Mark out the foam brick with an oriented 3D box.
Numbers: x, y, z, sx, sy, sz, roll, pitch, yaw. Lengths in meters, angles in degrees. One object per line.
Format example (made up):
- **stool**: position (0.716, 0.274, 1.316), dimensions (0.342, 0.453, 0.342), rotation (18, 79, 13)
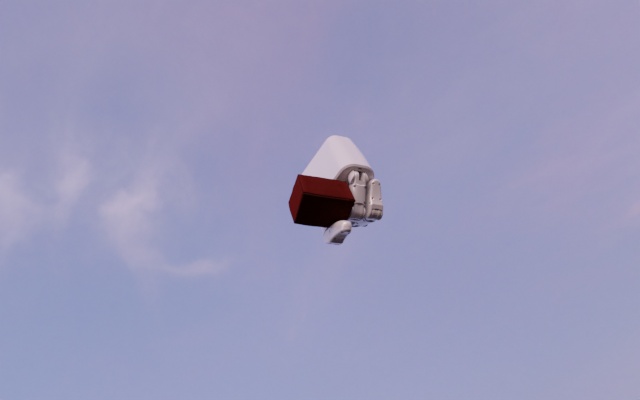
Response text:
- **foam brick**: position (0.000, 0.002, 0.672), dimensions (0.078, 0.053, 0.051), rotation (8, 31, -21)
